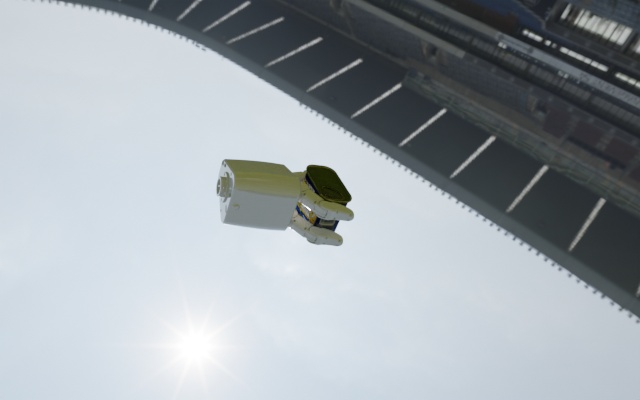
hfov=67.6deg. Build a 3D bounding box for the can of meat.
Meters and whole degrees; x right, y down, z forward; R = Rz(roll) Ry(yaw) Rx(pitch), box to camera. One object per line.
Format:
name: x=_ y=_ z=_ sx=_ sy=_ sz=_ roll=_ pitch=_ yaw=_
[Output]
can of meat: x=0.000 y=0.003 z=0.804 sx=0.057 sy=0.084 sz=0.102 roll=4 pitch=36 yaw=-29
